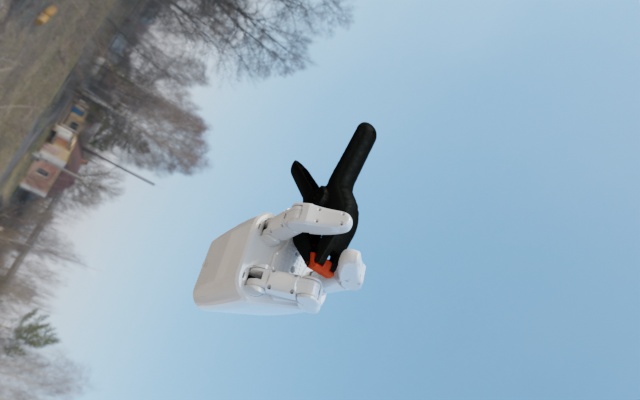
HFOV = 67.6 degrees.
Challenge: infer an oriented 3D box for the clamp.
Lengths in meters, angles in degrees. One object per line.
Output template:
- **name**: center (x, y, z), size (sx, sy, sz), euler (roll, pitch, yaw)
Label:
- **clamp**: center (0.001, 0.002, 0.510), size (0.039, 0.171, 0.120), euler (33, -35, -28)
